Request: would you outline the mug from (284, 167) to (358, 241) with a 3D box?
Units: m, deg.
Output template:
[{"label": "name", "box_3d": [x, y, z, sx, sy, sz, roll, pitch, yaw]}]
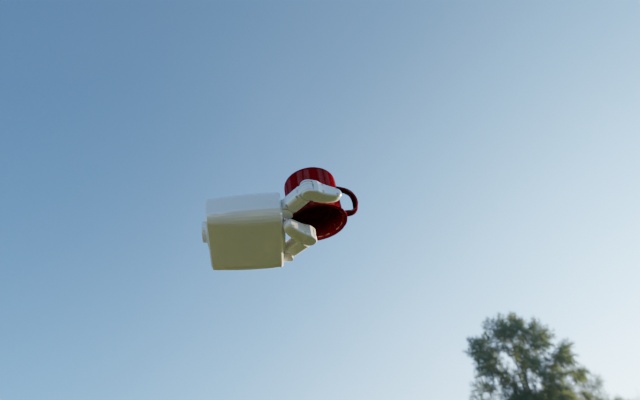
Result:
[{"label": "mug", "box_3d": [0.002, 0.002, 0.735, 0.117, 0.081, 0.093, -4, -38, -10]}]
